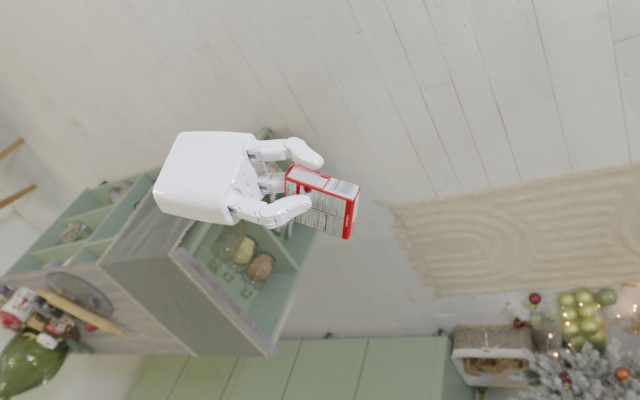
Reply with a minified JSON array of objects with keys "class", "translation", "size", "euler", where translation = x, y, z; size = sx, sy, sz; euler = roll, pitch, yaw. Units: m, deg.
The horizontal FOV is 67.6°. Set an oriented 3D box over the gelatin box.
[{"class":"gelatin box","translation":[0.000,0.002,0.575],"size":[0.089,0.073,0.030],"euler":[19,49,14]}]
